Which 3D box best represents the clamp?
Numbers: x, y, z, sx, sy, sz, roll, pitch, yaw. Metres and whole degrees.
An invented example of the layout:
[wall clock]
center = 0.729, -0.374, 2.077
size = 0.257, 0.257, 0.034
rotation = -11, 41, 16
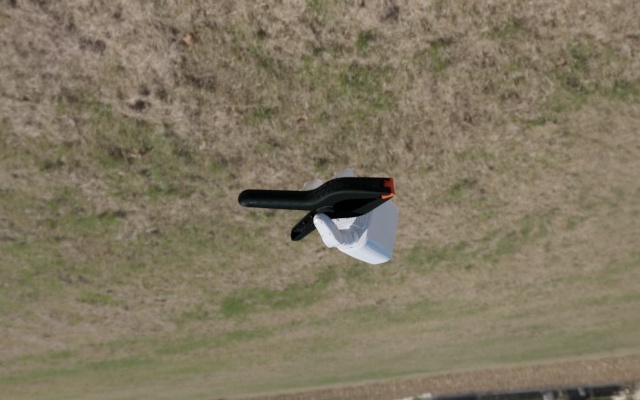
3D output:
[clamp]
center = 0.001, 0.003, 0.681
size = 0.210, 0.036, 0.165
rotation = -18, -30, 27
